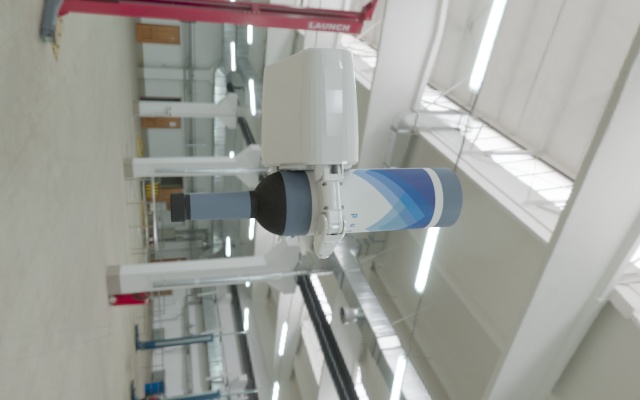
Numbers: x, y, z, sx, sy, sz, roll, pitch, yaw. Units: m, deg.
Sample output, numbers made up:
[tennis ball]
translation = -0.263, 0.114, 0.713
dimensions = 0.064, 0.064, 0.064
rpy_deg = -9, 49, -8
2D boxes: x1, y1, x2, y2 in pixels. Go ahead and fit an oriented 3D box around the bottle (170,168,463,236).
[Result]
[bottle]
translation = 0.000, 0.002, 0.491
dimensions = 0.296, 0.069, 0.069
rpy_deg = -2, 1, -17
